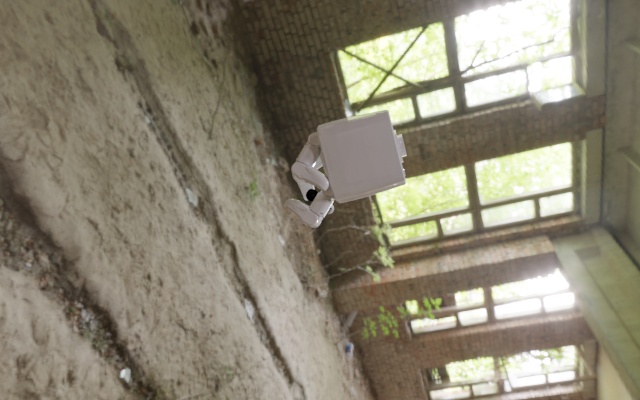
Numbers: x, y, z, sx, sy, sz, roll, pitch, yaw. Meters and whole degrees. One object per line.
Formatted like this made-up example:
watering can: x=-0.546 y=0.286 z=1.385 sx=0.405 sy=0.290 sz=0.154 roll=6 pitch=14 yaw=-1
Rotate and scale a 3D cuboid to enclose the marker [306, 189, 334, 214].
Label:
marker: x=0.000 y=0.002 z=0.755 sx=0.020 sy=0.020 sz=0.121 roll=0 pitch=-12 yaw=14
